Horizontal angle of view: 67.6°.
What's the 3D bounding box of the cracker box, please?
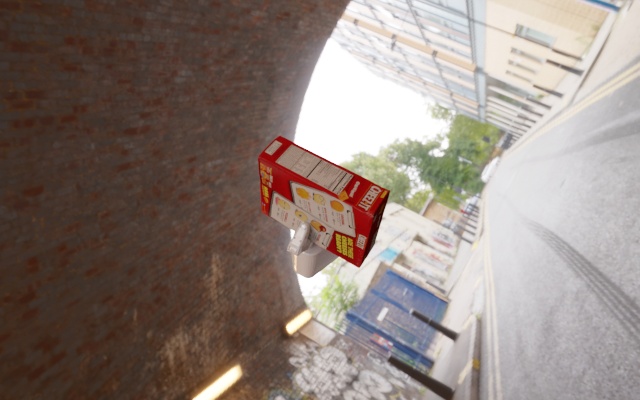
[{"bbox_3d":[0.000,0.003,0.817,0.213,0.072,0.164,28,-33,15],"label":"cracker box"}]
